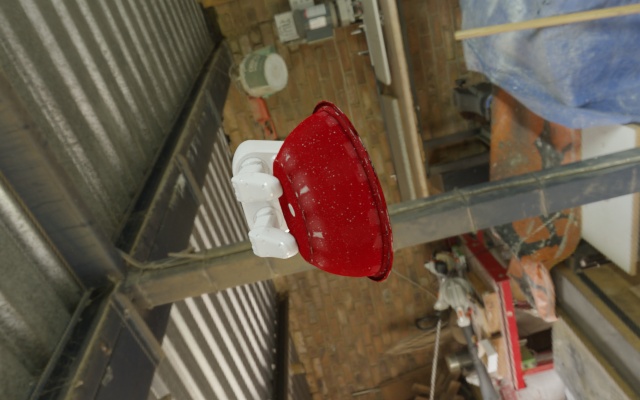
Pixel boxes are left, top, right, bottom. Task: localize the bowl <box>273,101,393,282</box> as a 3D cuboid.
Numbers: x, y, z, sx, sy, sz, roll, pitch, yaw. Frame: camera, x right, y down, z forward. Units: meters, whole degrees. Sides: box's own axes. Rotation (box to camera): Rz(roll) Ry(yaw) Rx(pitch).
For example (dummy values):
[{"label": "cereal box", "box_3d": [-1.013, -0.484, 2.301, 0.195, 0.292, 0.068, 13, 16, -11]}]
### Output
[{"label": "bowl", "box_3d": [0.000, 0.001, 0.405, 0.055, 0.162, 0.162, -19, 5, -14]}]
